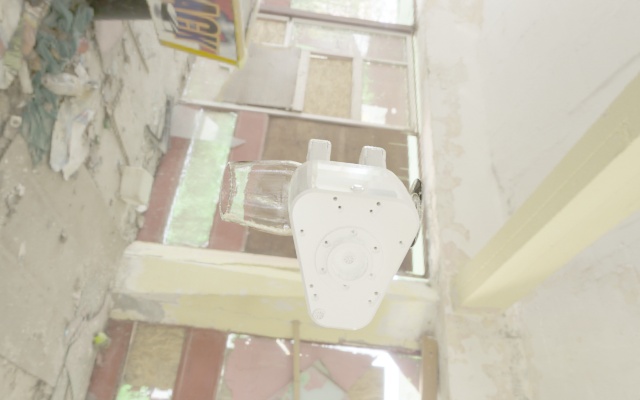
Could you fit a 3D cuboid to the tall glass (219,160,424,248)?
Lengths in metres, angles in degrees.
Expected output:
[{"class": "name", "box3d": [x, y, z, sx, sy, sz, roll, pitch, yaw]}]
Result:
[{"class": "tall glass", "box3d": [0.001, 0.002, 0.498, 0.201, 0.079, 0.079, 7, 0, -2]}]
